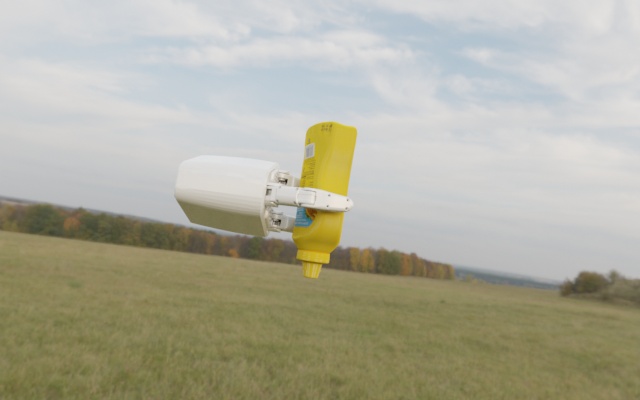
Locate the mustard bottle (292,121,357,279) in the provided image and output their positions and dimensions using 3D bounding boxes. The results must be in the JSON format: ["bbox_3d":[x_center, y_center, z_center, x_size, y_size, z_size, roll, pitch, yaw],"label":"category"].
[{"bbox_3d":[0.000,0.002,0.604,0.058,0.191,0.096,11,-6,-23],"label":"mustard bottle"}]
